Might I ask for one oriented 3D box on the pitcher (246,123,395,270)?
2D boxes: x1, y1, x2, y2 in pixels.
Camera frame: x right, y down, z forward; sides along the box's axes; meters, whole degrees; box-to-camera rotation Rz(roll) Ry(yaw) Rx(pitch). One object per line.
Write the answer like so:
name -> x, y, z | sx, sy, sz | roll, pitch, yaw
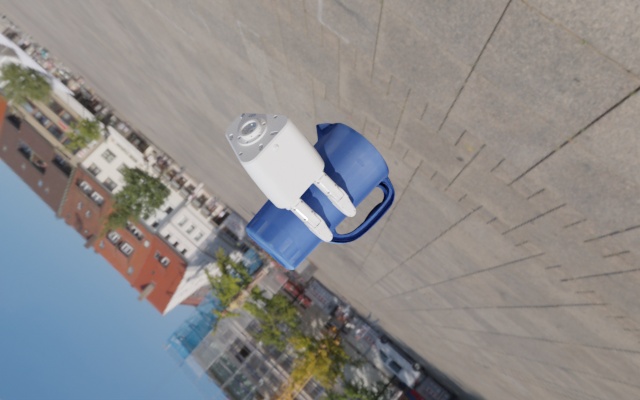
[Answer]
pitcher -> 0.000, 0.003, 0.807 | 0.149, 0.243, 0.145 | 33, -13, 41
